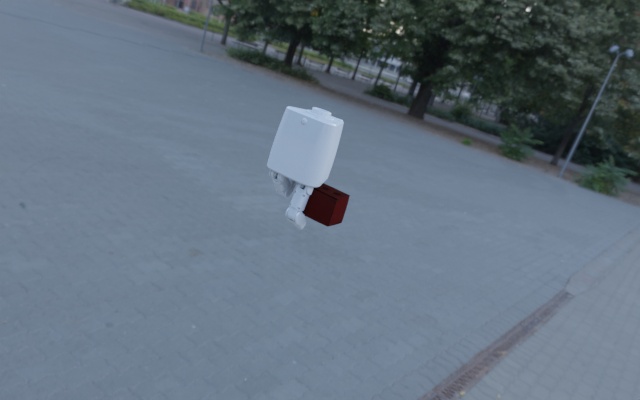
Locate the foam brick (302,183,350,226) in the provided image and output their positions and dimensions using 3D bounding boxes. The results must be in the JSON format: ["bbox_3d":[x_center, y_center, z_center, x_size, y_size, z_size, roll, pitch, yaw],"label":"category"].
[{"bbox_3d":[0.000,0.003,0.799,0.078,0.051,0.053,25,17,22],"label":"foam brick"}]
